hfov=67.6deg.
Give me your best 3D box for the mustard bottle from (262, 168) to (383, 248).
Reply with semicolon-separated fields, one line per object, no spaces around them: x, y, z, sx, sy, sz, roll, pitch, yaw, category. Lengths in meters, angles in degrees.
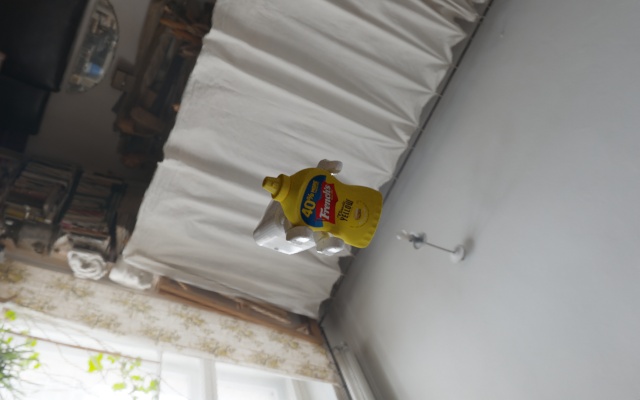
0.000;0.002;0.733;0.192;0.096;0.058;20;-3;-24;mustard bottle
